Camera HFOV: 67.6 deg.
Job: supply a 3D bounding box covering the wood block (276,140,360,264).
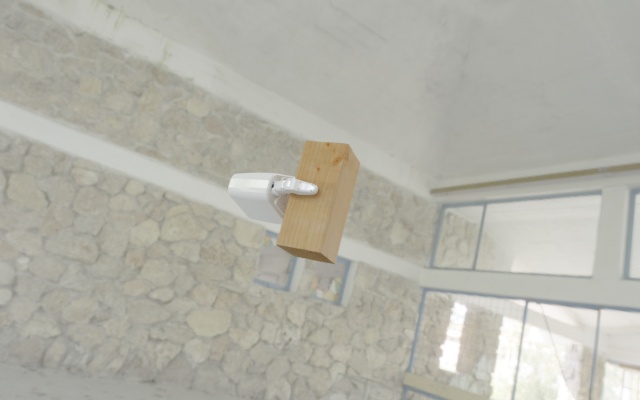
[{"bbox_3d":[0.000,0.003,0.889,0.090,0.206,0.091,8,-17,23],"label":"wood block"}]
